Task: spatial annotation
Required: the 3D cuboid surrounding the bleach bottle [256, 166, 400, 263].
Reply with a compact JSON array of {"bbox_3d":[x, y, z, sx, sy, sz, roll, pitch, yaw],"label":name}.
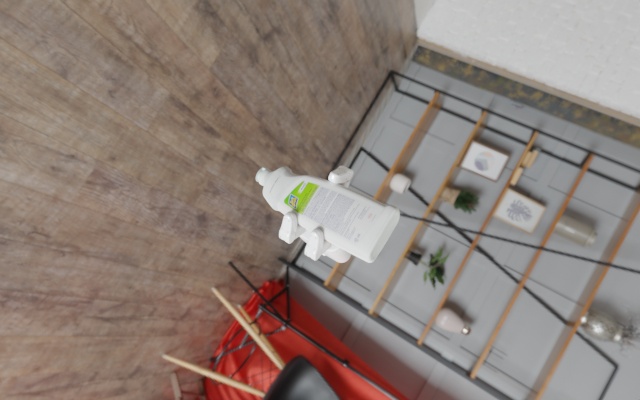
[{"bbox_3d":[0.000,0.003,0.805,0.251,0.102,0.068,29,-11,22],"label":"bleach bottle"}]
